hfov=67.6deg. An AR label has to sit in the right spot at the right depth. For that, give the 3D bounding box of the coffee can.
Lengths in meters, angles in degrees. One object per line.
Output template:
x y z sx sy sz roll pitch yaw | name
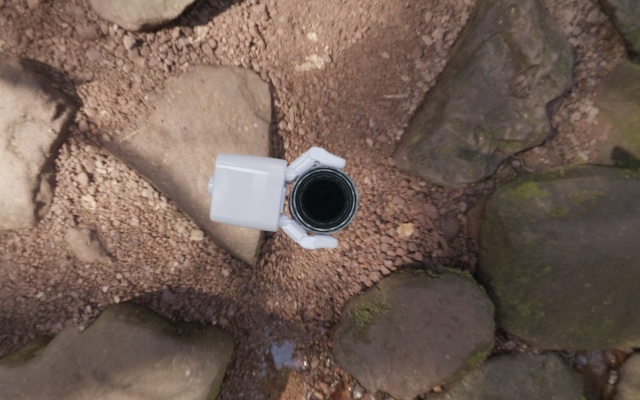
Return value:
0.000 0.003 0.771 0.103 0.103 0.140 0 -3 -5 | coffee can
